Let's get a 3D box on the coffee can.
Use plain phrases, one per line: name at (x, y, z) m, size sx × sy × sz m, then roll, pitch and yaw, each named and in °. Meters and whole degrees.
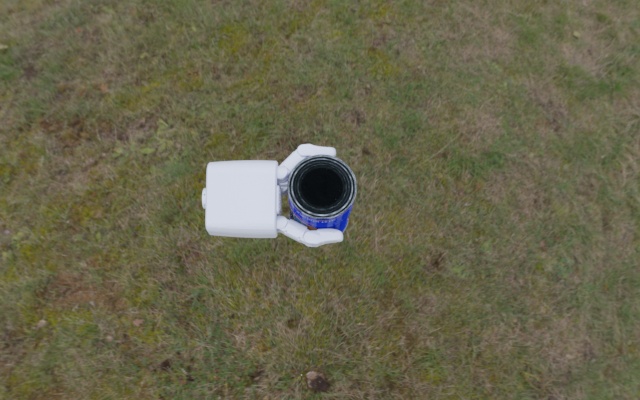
coffee can at (0.000, 0.003, 0.762) m, size 0.103 × 0.102 × 0.140 m, roll 0°, pitch -20°, yaw -2°
